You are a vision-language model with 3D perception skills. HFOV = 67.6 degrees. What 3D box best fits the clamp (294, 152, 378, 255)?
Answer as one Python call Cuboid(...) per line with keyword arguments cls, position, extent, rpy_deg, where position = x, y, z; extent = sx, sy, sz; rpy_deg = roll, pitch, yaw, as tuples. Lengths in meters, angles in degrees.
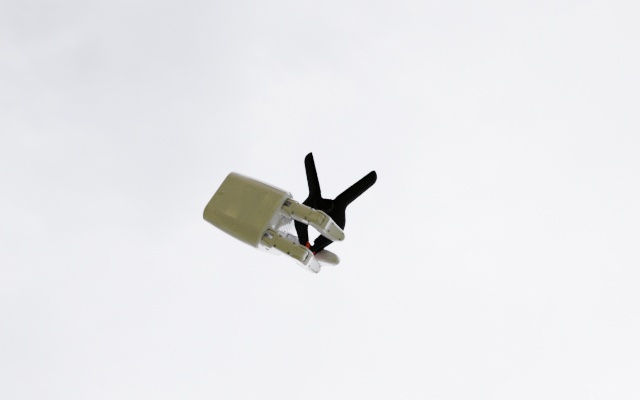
Cuboid(cls="clamp", position=(0.000, 0.003, 0.736), extent=(0.120, 0.171, 0.039), rpy_deg=(24, -22, 20))
